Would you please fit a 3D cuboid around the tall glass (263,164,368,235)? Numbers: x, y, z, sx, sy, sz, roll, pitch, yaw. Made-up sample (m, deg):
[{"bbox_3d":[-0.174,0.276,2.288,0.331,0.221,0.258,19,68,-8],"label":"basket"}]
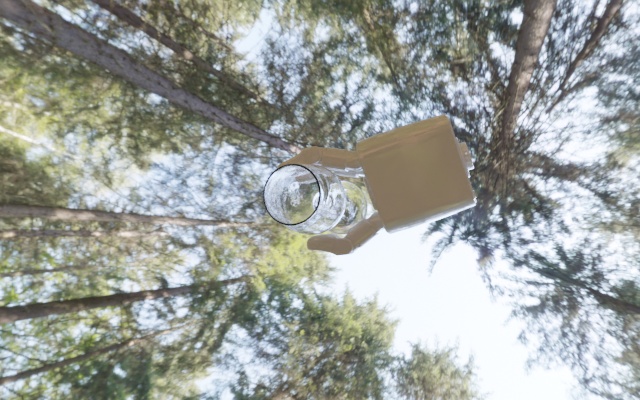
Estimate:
[{"bbox_3d":[0.000,0.002,0.566,0.079,0.079,0.201,0,-4,17],"label":"tall glass"}]
